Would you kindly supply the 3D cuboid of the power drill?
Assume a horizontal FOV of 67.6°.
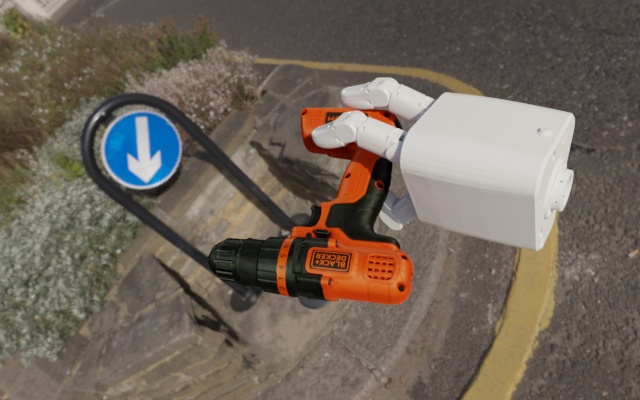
[{"bbox_3d":[0.000,0.001,0.450,0.184,0.187,0.057,5,-26,13],"label":"power drill"}]
